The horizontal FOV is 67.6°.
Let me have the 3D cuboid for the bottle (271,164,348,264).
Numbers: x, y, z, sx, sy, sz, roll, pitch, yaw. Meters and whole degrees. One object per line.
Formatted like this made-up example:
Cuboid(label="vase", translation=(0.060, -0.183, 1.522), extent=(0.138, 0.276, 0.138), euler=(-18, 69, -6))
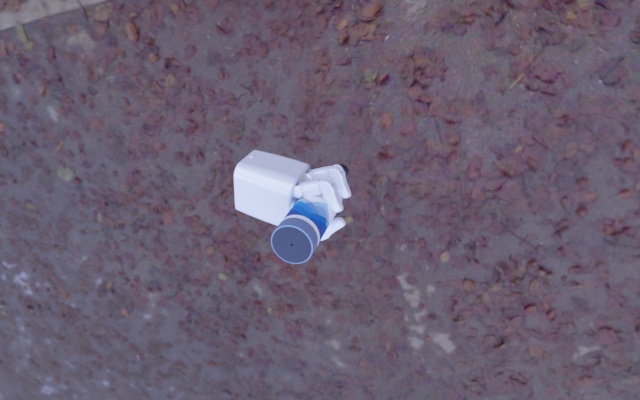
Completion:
Cuboid(label="bottle", translation=(0.000, 0.003, 0.827), extent=(0.069, 0.069, 0.295), euler=(0, 25, 19))
